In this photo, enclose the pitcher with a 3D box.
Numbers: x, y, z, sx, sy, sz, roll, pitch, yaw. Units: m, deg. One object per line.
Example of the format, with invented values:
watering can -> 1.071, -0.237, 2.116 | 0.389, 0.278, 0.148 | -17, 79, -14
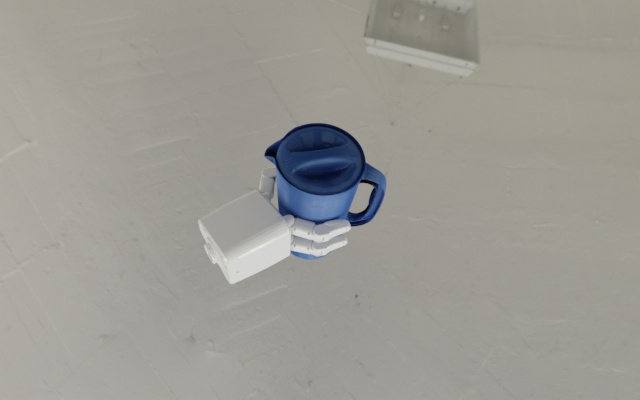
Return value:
pitcher -> 0.000, 0.003, 0.784 | 0.145, 0.149, 0.243 | -27, -26, -21
